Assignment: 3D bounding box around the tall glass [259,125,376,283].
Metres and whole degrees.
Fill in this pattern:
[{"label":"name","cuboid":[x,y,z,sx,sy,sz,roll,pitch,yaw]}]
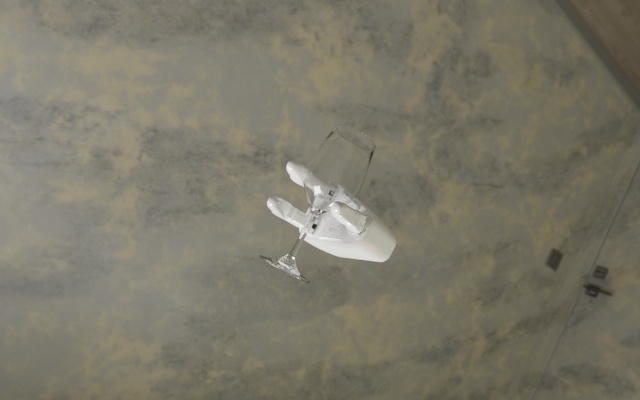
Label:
[{"label":"tall glass","cuboid":[0.000,0.003,0.627,0.079,0.201,0.079,28,-6,3]}]
